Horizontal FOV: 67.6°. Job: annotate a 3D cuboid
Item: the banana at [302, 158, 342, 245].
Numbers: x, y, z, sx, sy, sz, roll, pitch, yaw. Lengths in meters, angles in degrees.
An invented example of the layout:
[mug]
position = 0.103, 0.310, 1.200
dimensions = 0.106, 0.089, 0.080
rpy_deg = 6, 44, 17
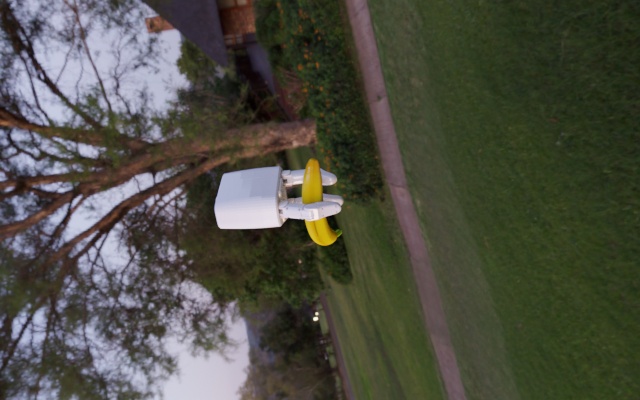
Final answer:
[banana]
position = -0.004, 0.019, 0.817
dimensions = 0.037, 0.069, 0.198
rpy_deg = 4, -40, 19
